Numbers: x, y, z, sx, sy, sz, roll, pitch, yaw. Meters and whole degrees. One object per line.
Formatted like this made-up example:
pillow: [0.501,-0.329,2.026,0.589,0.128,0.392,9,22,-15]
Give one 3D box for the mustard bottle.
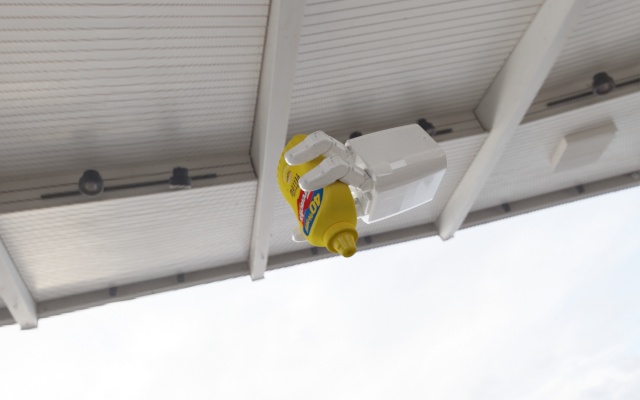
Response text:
mustard bottle: [0.000,0.002,0.615,0.058,0.096,0.191,3,36,-29]
